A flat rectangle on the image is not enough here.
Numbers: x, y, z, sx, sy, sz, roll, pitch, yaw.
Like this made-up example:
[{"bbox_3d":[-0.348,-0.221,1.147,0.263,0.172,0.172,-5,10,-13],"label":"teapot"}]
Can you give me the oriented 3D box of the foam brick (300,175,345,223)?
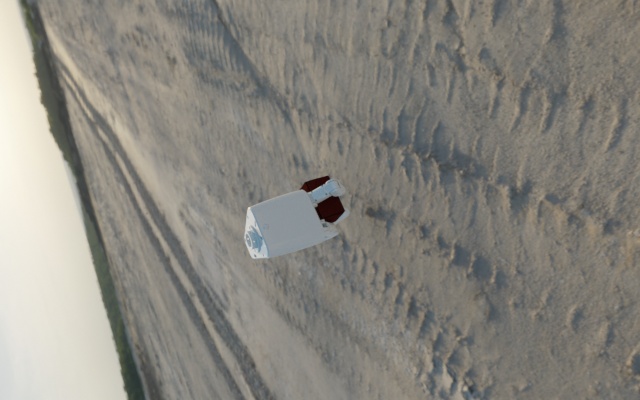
[{"bbox_3d":[0.000,0.003,0.872,0.051,0.078,0.053,-17,-18,-26],"label":"foam brick"}]
